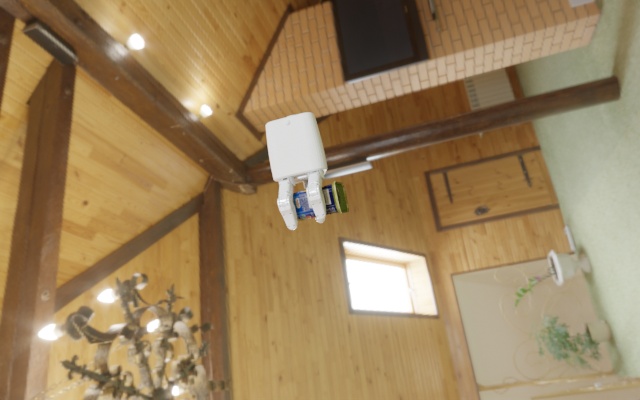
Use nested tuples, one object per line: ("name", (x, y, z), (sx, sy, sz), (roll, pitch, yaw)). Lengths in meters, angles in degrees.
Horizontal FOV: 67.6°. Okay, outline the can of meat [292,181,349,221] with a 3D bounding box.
("can of meat", (0.000, 0.003, 0.871), (0.084, 0.057, 0.102), (-12, -2, 12))
